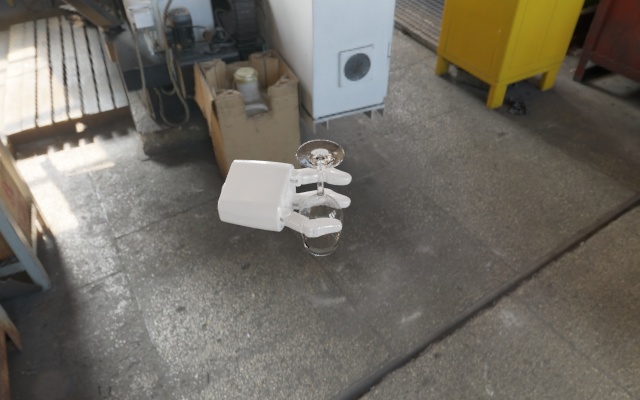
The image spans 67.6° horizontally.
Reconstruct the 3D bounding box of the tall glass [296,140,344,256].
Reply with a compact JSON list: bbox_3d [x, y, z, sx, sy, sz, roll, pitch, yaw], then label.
[{"bbox_3d":[0.000,0.002,0.795,0.079,0.201,0.079,-1,42,1],"label":"tall glass"}]
